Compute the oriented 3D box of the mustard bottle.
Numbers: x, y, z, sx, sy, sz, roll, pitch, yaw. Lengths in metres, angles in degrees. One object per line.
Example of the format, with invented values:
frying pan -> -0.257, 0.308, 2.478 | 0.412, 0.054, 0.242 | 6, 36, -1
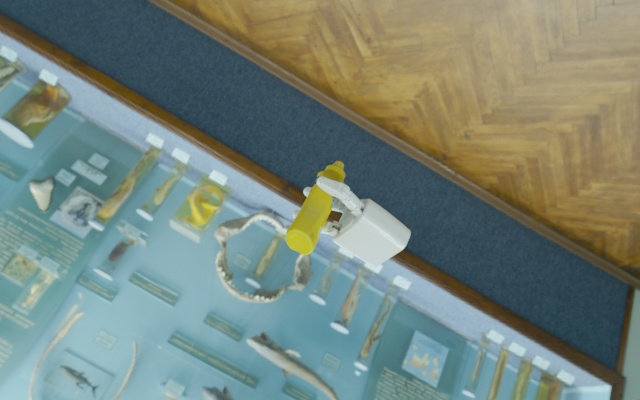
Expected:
mustard bottle -> 0.000, 0.003, 0.898 | 0.058, 0.191, 0.096 | 24, -27, 8
